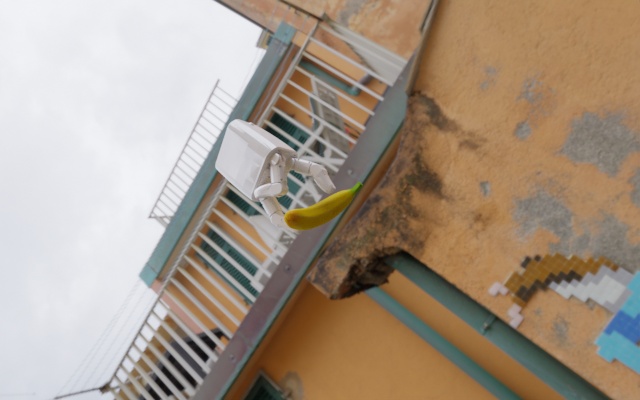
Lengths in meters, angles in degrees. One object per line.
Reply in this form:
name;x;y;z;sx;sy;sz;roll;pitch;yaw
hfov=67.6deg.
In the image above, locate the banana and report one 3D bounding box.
banana;-0.003;0.016;0.817;0.037;0.070;0.197;38;38;22
